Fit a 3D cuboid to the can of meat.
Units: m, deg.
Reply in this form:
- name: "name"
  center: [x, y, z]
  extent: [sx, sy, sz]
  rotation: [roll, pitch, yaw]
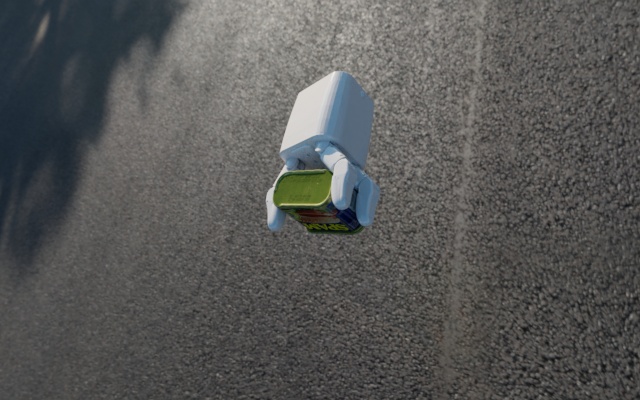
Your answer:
- name: "can of meat"
  center: [0.000, 0.002, 0.619]
  extent: [0.102, 0.057, 0.084]
  rotation: [-1, -26, 37]
